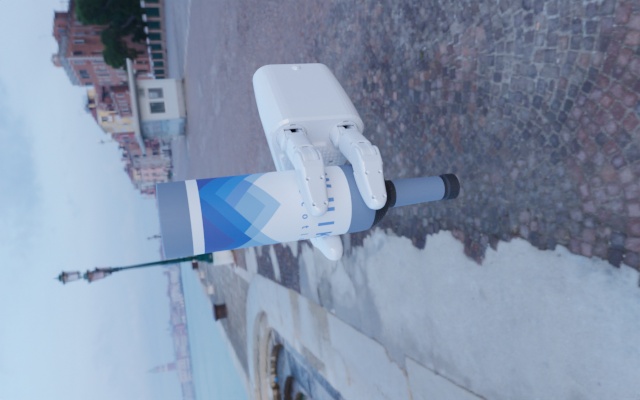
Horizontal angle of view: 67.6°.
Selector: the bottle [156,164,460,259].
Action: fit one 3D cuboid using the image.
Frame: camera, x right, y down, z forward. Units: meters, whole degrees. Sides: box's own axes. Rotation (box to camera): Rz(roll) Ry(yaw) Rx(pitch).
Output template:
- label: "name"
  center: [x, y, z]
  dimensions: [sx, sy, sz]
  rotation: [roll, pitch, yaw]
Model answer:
- label: "bottle"
  center: [0.000, 0.002, 0.460]
  dimensions: [0.296, 0.069, 0.069]
  rotation: [-7, 2, -17]
